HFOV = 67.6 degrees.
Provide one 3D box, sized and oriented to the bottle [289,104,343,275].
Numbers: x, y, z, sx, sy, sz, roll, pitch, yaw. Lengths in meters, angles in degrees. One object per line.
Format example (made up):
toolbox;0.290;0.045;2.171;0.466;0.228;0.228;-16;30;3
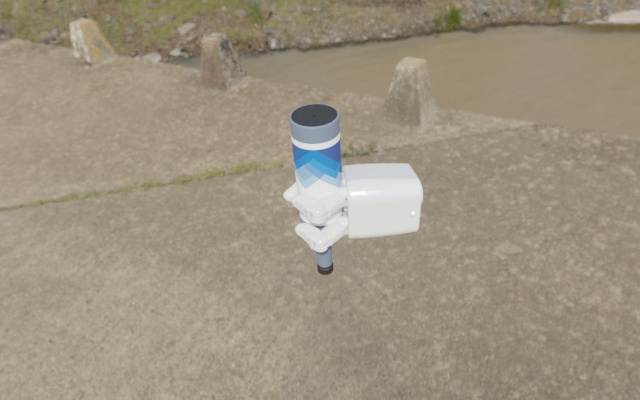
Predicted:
bottle;0.000;0.002;0.721;0.069;0.296;0.069;-3;39;2
